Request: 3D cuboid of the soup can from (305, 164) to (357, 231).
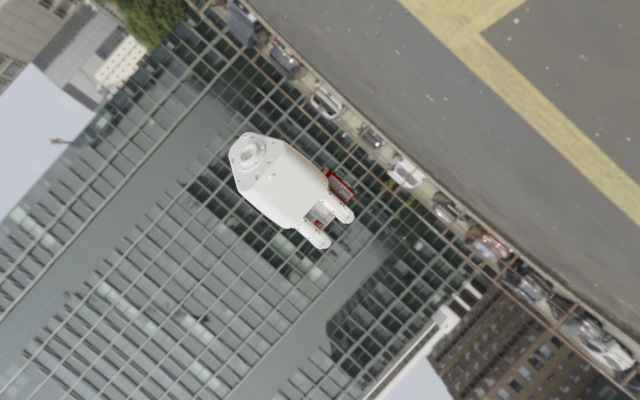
[{"bbox_3d":[0.000,0.003,0.760,0.068,0.102,0.068,42,1,-1],"label":"soup can"}]
